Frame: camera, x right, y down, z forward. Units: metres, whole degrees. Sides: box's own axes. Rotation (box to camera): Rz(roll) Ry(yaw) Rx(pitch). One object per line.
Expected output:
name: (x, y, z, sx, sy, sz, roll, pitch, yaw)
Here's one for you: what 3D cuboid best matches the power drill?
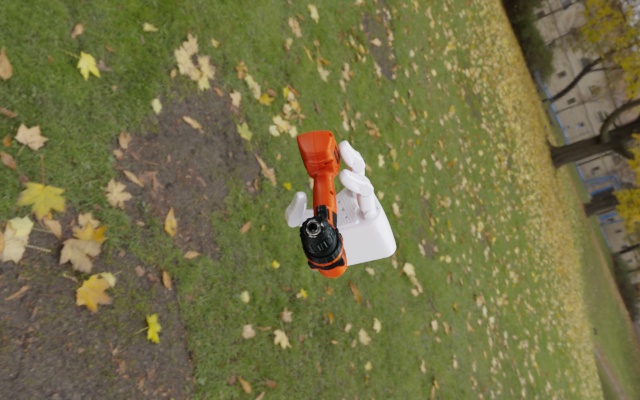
power drill: (0.000, 0.002, 0.661, 0.057, 0.187, 0.184, -5, -22, 5)
